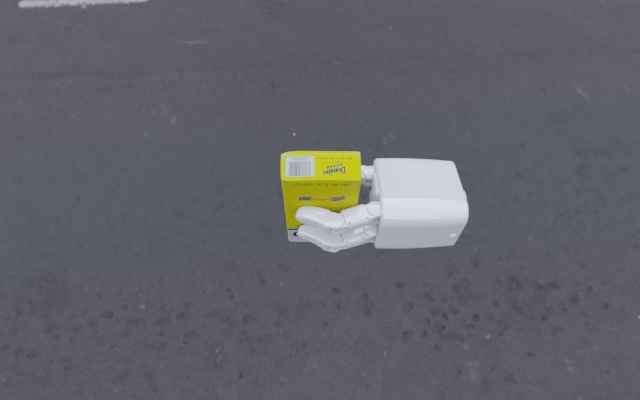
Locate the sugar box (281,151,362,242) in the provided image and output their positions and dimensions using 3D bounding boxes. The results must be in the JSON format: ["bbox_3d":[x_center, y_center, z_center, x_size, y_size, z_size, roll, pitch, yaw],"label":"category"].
[{"bbox_3d":[0.000,0.002,0.616,0.093,0.048,0.176,0,-30,0],"label":"sugar box"}]
